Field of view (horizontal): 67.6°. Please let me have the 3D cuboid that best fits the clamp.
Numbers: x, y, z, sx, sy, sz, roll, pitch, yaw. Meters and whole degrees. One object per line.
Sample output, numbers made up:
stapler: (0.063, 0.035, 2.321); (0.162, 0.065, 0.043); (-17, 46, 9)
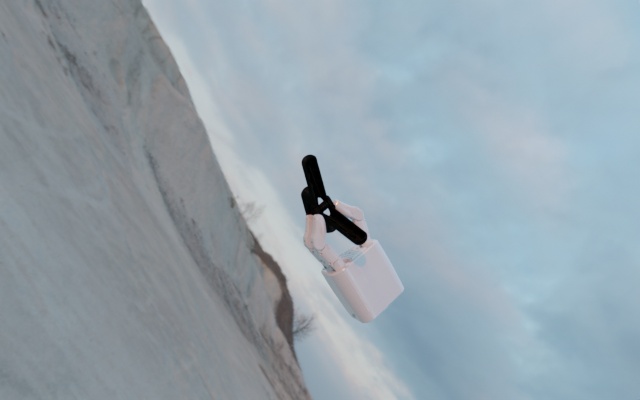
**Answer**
clamp: (0.001, 0.003, 0.831); (0.036, 0.164, 0.210); (-32, 6, -14)
